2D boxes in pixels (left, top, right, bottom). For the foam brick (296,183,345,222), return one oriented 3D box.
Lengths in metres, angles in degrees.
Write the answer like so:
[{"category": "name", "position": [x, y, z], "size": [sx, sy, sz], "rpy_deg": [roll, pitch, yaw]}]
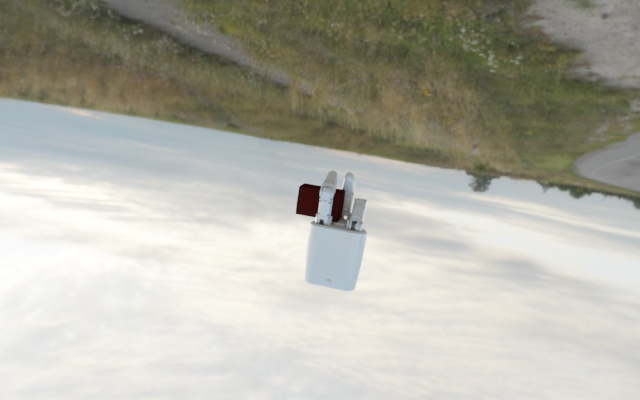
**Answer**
[{"category": "foam brick", "position": [0.000, 0.003, 0.845], "size": [0.078, 0.051, 0.053], "rpy_deg": [10, 9, 9]}]
